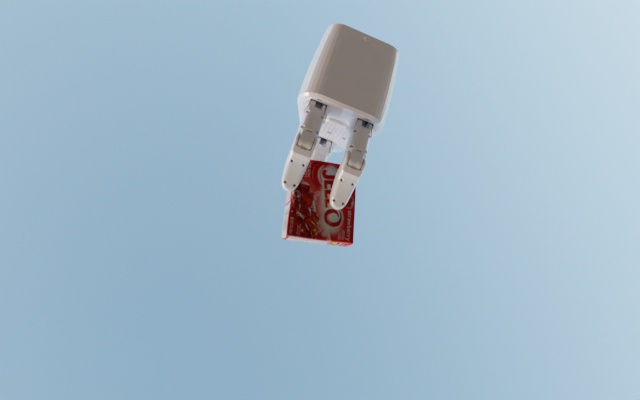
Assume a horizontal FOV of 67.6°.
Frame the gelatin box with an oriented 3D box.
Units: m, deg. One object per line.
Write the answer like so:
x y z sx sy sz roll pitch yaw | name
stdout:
0.000 0.002 0.518 0.073 0.089 0.030 8 -15 -13 | gelatin box
